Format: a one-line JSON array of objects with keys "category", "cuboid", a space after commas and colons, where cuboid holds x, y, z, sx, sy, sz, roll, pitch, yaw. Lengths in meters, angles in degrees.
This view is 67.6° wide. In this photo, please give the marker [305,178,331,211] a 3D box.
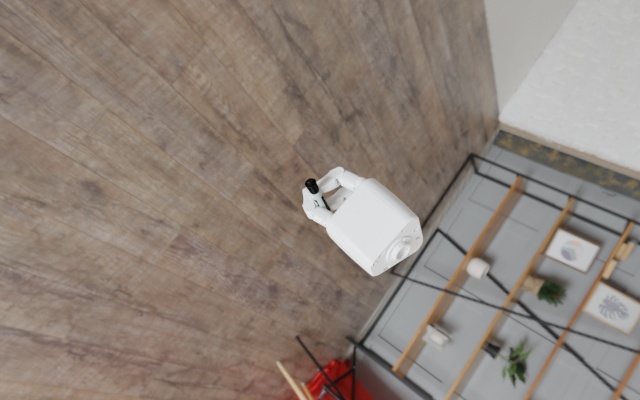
[{"category": "marker", "cuboid": [0.000, 0.003, 0.790, 0.020, 0.020, 0.121, 0, -34, 20]}]
